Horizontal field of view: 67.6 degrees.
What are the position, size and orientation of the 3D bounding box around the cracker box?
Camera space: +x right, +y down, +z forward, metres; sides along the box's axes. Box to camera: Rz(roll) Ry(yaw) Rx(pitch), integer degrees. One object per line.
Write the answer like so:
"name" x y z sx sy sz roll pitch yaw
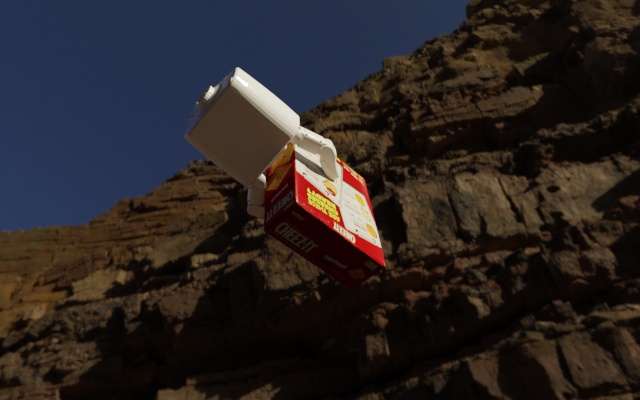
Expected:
"cracker box" 0.000 0.002 0.693 0.164 0.072 0.213 37 26 -26
